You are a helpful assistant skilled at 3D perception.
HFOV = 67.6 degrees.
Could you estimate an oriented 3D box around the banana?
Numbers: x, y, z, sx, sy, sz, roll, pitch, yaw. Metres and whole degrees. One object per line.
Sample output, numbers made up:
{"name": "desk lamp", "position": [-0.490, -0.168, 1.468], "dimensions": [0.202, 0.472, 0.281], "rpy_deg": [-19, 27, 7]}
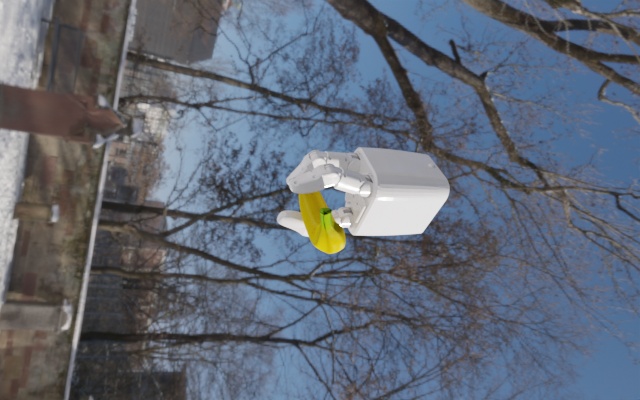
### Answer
{"name": "banana", "position": [0.001, 0.021, 0.583], "dimensions": [0.037, 0.070, 0.197], "rpy_deg": [-4, 13, -10]}
